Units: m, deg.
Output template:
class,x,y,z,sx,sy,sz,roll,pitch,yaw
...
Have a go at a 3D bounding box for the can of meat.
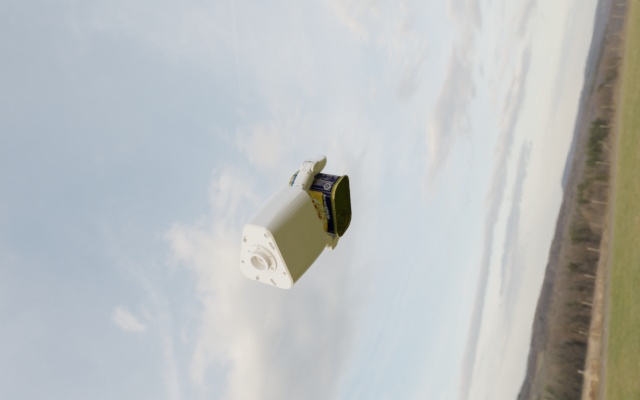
class,x,y,z,sx,sy,sz,roll,pitch,yaw
can of meat,0.000,0.002,0.777,0.084,0.102,0.057,11,39,25
